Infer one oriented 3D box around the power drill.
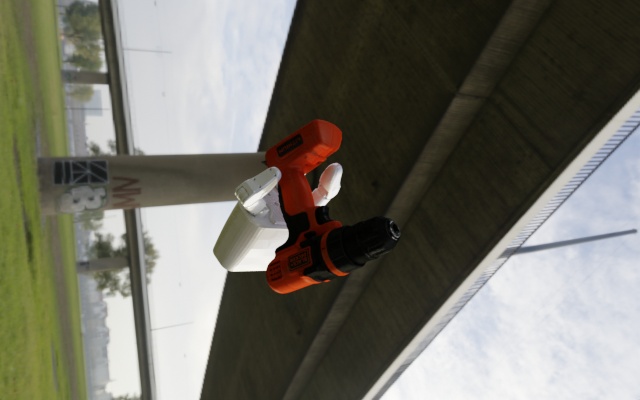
[{"bbox_3d":[0.000,0.002,0.566,0.184,0.187,0.057,-26,-31,33],"label":"power drill"}]
